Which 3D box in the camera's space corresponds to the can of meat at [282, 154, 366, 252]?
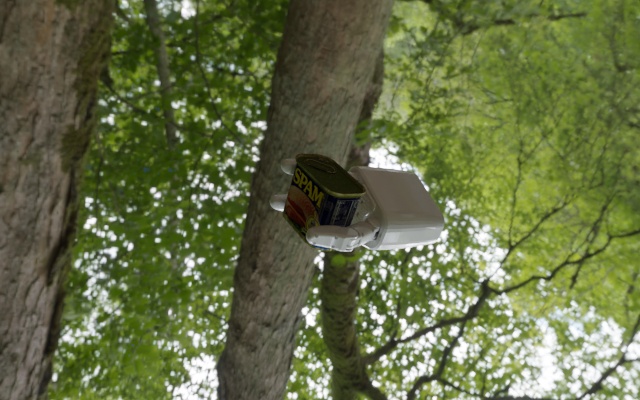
[{"bbox_3d":[0.000,0.002,0.591,0.057,0.084,0.102,-2,32,-35],"label":"can of meat"}]
